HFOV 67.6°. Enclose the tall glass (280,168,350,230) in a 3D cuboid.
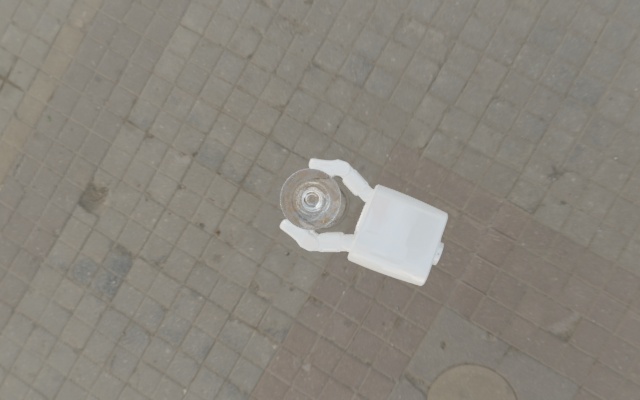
[{"bbox_3d":[0.000,0.002,0.671,0.079,0.079,0.201,0,-2,7],"label":"tall glass"}]
